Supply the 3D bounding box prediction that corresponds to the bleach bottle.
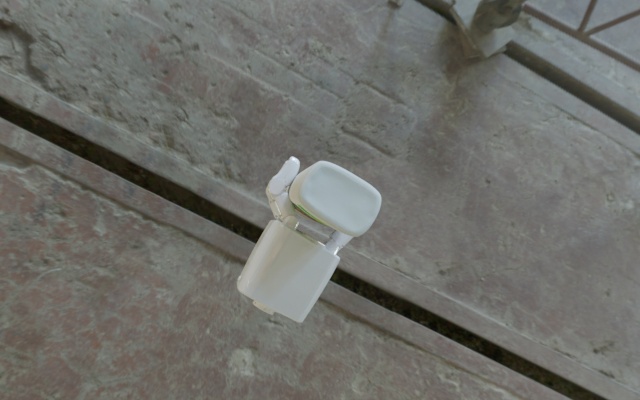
[{"bbox_3d":[0.000,0.002,0.681,0.102,0.068,0.251,32,-8,-7],"label":"bleach bottle"}]
